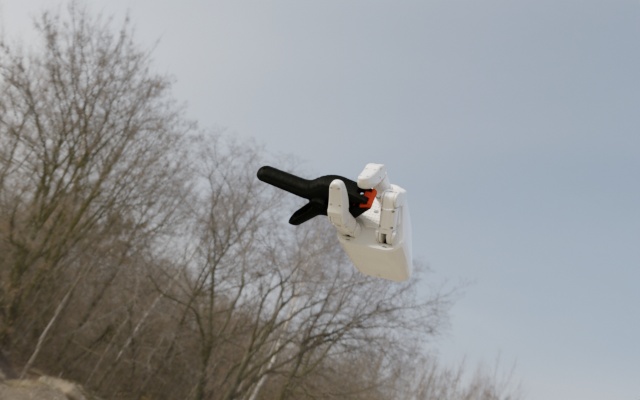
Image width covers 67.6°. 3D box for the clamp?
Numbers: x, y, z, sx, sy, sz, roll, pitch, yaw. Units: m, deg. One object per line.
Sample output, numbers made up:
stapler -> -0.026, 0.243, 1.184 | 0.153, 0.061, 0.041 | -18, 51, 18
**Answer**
clamp -> 0.000, 0.002, 0.681 | 0.171, 0.039, 0.120 | 10, -30, 26
